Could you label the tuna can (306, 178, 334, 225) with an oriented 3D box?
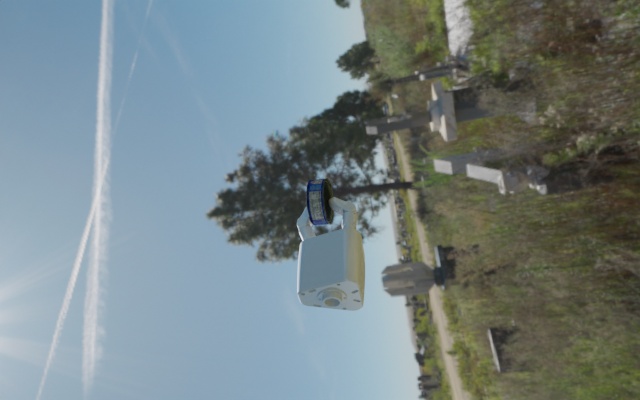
[{"bbox_3d":[0.000,0.003,0.881,0.034,0.086,0.086,-5,-1,13],"label":"tuna can"}]
